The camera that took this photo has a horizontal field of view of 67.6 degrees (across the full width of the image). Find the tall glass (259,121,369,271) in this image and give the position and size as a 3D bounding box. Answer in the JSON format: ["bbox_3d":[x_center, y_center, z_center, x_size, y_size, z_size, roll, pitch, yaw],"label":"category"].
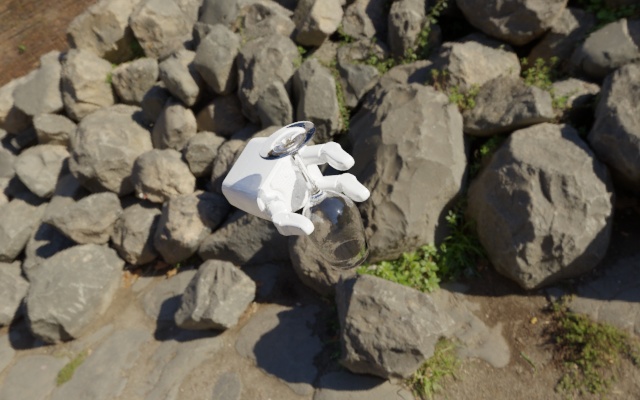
[{"bbox_3d":[0.000,0.002,0.614,0.079,0.201,0.079,-20,34,14],"label":"tall glass"}]
